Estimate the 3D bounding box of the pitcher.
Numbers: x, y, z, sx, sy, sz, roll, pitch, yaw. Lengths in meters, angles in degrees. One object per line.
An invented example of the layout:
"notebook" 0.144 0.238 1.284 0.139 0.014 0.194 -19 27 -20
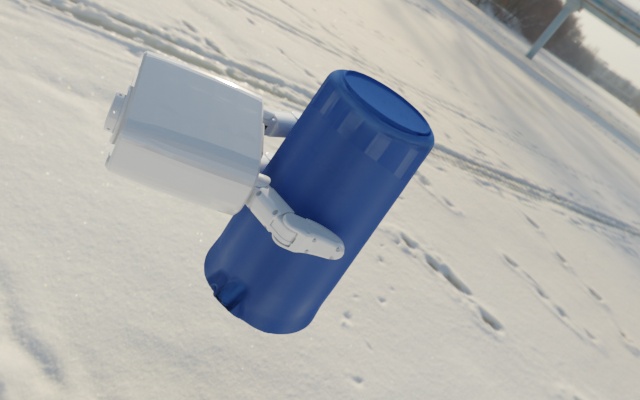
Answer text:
"pitcher" 0.000 0.002 0.465 0.145 0.243 0.149 20 32 -26
